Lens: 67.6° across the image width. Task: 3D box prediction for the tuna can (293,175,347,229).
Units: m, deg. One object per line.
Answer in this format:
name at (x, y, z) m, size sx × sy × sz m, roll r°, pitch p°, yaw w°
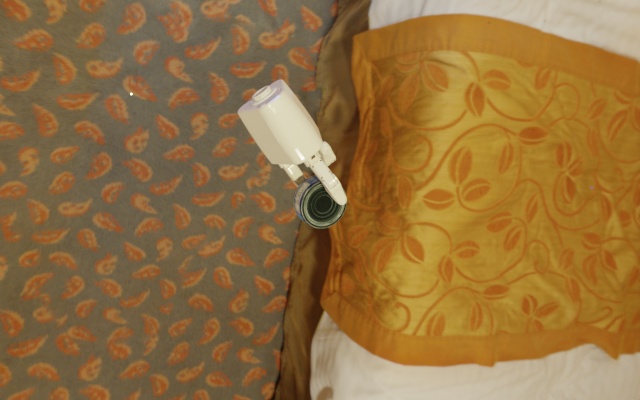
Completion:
tuna can at (0.000, 0.003, 0.792) m, size 0.086 × 0.086 × 0.033 m, roll 0°, pitch 16°, yaw -25°
